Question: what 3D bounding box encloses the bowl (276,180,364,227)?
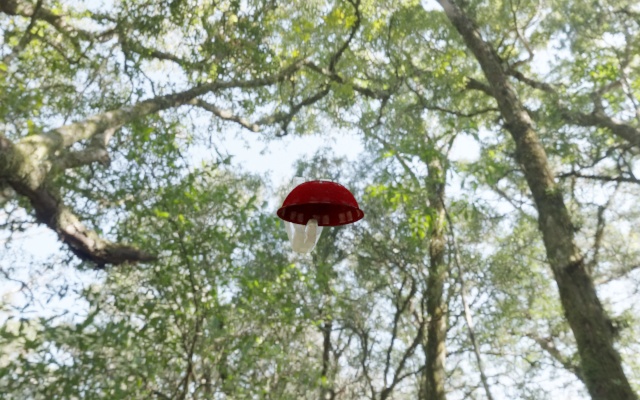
[{"bbox_3d":[0.001,0.002,0.886,0.162,0.055,0.162,1,-17,0],"label":"bowl"}]
